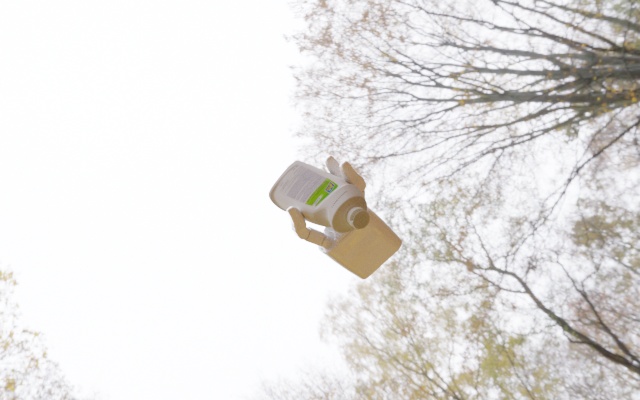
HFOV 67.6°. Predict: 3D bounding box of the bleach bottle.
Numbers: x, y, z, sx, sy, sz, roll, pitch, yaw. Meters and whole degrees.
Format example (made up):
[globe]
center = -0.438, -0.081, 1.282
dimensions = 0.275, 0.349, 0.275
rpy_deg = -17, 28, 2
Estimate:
[bleach bottle]
center = 0.000, 0.003, 0.806
dimensions = 0.068, 0.102, 0.250
rpy_deg = 39, -4, -30
